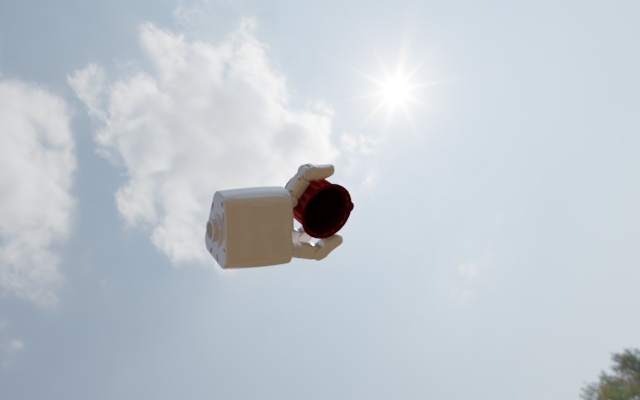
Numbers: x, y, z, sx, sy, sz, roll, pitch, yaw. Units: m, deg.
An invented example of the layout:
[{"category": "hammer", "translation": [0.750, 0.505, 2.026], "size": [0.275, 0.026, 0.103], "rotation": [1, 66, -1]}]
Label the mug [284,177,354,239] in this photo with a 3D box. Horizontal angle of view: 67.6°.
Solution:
[{"category": "mug", "translation": [0.001, 0.002, 0.774], "size": [0.117, 0.093, 0.081], "rotation": [-2, 23, -34]}]
